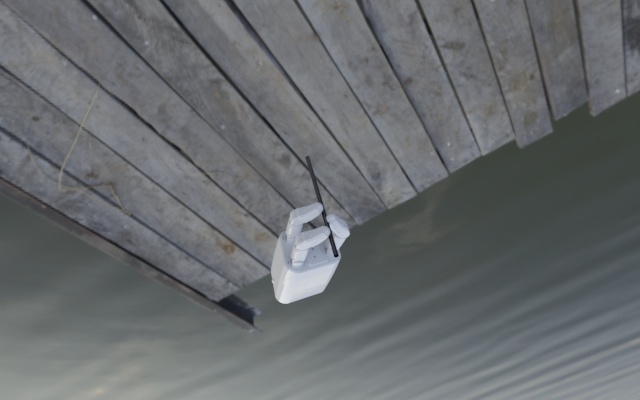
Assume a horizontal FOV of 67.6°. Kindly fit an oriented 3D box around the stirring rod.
[{"bbox_3d":[0.000,0.003,0.842,0.011,0.239,0.011,-9,-42,-8],"label":"stirring rod"}]
